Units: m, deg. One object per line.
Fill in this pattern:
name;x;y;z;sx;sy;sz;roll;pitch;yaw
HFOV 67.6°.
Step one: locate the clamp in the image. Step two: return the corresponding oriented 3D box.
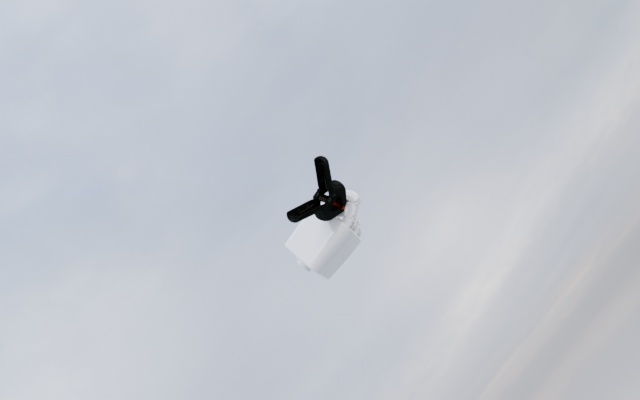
clamp;0.000;0.002;0.851;0.039;0.120;0.171;34;-5;30
